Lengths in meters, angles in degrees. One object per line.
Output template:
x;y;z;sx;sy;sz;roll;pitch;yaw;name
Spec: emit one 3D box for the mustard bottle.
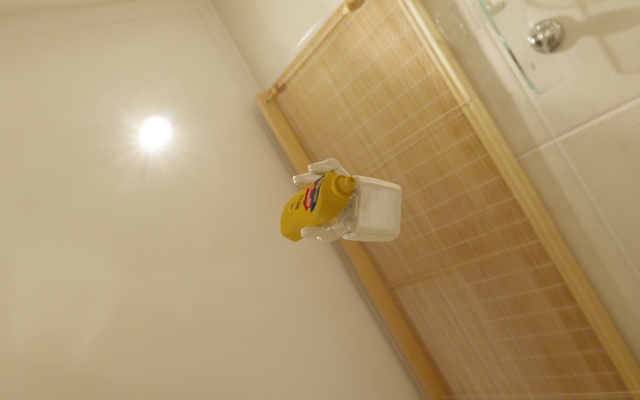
0.000;0.003;0.841;0.058;0.096;0.192;32;-35;-20;mustard bottle
